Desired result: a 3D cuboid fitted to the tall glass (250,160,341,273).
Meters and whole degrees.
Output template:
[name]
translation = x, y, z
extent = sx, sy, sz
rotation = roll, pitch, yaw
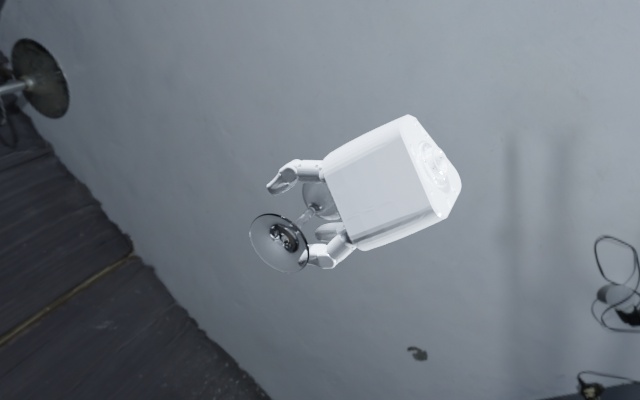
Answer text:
[tall glass]
translation = 0.000, 0.002, 0.588
extent = 0.079, 0.079, 0.201
rotation = 0, 27, 30
